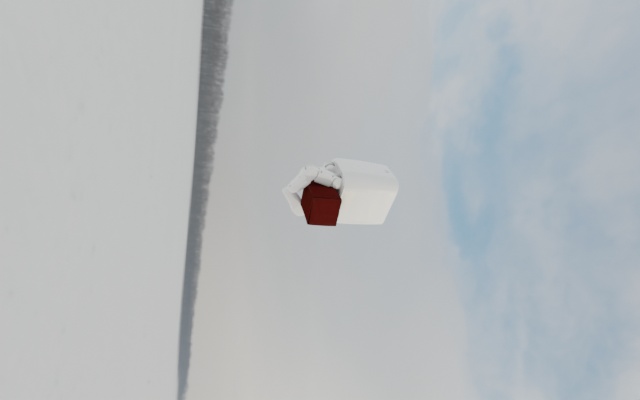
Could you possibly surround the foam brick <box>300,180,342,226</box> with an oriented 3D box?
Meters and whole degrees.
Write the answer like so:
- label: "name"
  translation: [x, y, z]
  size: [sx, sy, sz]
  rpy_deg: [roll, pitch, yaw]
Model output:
- label: "foam brick"
  translation: [0.000, 0.003, 0.817]
  size: [0.051, 0.053, 0.078]
  rpy_deg: [6, 25, -15]
